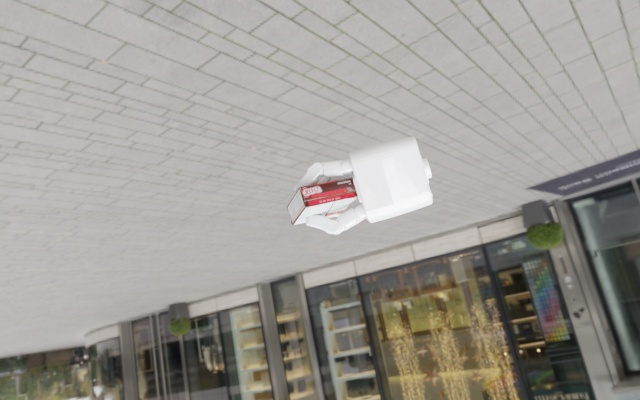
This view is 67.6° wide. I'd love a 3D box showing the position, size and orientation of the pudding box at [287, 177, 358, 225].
[{"bbox_3d":[0.000,0.003,0.781,0.090,0.039,0.113,-10,-16,-18],"label":"pudding box"}]
